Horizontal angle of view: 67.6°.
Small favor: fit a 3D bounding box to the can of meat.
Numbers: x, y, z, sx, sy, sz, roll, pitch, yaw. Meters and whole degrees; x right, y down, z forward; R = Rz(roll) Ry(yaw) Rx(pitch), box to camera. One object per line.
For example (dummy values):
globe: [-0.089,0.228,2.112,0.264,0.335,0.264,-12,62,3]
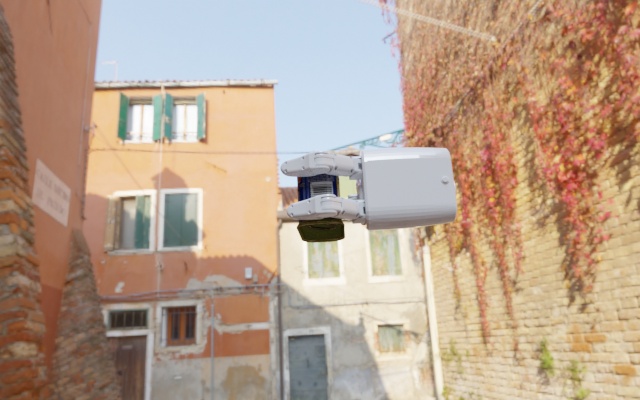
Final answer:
can of meat: [0.000,0.002,0.607,0.057,0.084,0.102,-4,-17,3]
